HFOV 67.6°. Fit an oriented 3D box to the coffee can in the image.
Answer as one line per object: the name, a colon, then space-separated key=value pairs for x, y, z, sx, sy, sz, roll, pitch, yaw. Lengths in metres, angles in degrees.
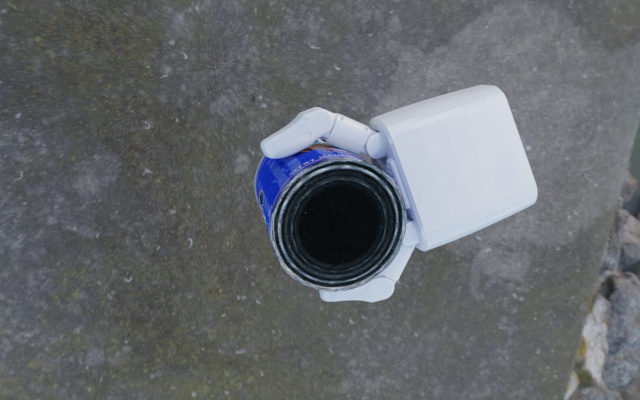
coffee can: x=0.000 y=0.001 z=0.410 sx=0.103 sy=0.103 sz=0.140 roll=0 pitch=15 yaw=-12
